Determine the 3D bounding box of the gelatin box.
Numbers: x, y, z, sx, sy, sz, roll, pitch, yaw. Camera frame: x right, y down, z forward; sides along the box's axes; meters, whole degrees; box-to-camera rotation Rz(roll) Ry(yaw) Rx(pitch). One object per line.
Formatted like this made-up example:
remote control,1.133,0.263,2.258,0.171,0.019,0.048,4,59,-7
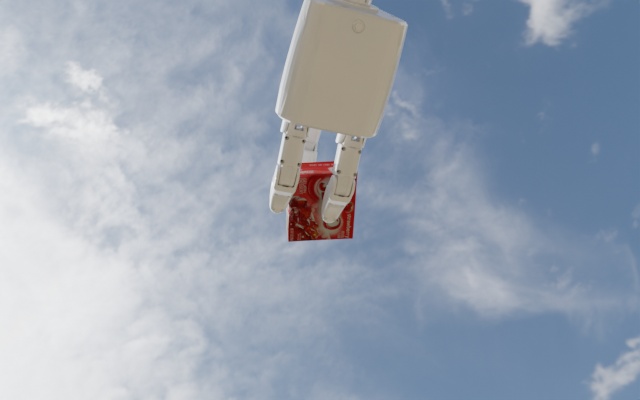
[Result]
gelatin box,0.000,0.002,0.514,0.073,0.089,0.030,-2,35,-7
